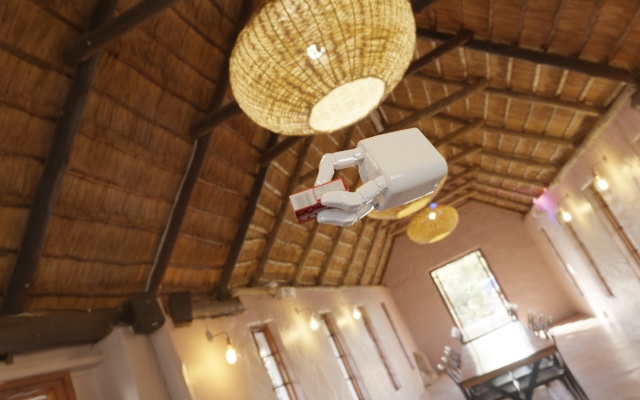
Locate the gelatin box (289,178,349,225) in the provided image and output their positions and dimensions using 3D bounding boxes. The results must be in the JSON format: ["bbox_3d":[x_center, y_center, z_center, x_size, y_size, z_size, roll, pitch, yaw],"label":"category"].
[{"bbox_3d":[0.000,0.002,0.747,0.089,0.030,0.073,-19,-18,-3],"label":"gelatin box"}]
